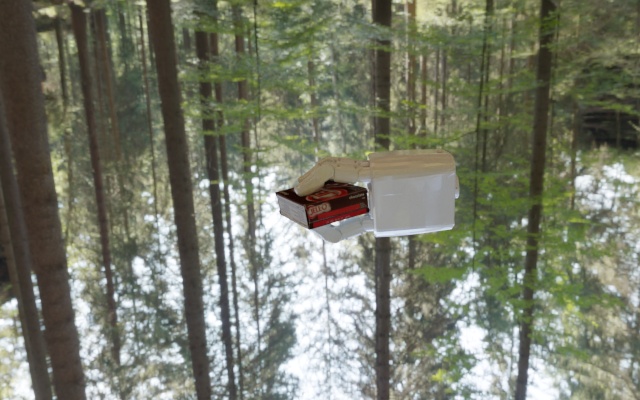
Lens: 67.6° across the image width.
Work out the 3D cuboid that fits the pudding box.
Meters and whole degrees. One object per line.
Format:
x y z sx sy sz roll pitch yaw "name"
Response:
0.000 0.002 0.646 0.090 0.039 0.113 -14 13 -23 "pudding box"
